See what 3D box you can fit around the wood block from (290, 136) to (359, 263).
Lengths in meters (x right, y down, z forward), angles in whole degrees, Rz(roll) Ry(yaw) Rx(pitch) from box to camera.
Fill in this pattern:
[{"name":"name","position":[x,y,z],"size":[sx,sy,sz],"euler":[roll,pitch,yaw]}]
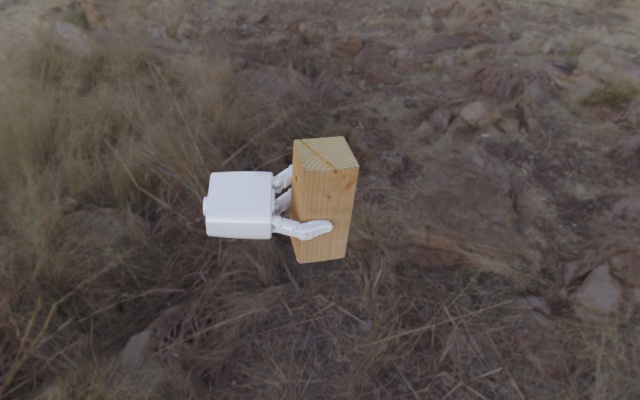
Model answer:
[{"name":"wood block","position":[0.000,0.003,0.829],"size":[0.090,0.206,0.090],"euler":[-6,41,-13]}]
